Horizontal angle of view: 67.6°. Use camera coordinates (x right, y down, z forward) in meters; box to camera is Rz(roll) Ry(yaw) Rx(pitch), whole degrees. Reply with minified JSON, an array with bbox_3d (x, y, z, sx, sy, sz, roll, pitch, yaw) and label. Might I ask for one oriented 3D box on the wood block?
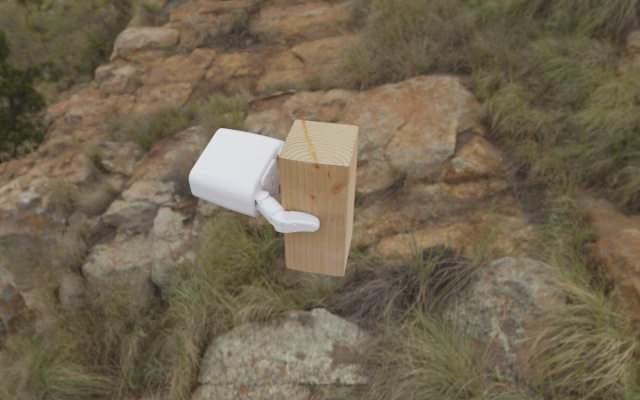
[{"bbox_3d":[0.000,0.002,0.672,0.090,0.206,0.090,8,43,9],"label":"wood block"}]
